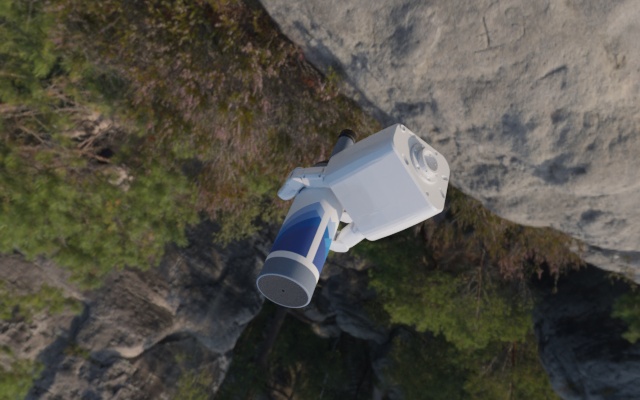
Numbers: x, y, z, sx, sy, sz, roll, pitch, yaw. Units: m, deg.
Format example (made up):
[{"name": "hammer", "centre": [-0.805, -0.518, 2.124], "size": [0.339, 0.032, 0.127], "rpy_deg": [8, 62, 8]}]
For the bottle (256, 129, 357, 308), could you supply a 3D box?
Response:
[{"name": "bottle", "centre": [0.000, 0.002, 0.645], "size": [0.069, 0.069, 0.295], "rpy_deg": [0, 44, 24]}]
